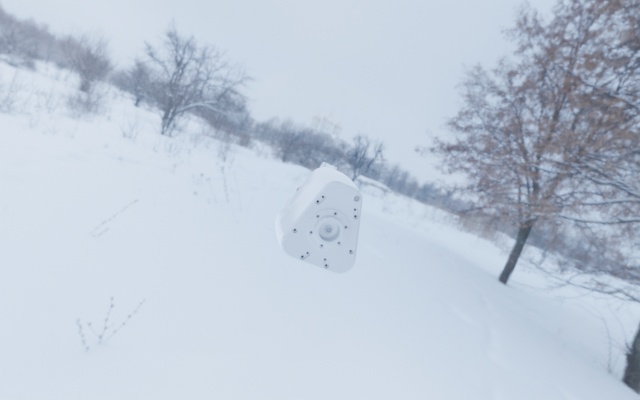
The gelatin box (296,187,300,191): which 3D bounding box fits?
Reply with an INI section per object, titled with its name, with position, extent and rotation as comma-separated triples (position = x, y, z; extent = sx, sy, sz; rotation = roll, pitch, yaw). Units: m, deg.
[gelatin box]
position = 0.000, 0.002, 0.724
extent = 0.073, 0.030, 0.089
rotation = 23, 12, 3
